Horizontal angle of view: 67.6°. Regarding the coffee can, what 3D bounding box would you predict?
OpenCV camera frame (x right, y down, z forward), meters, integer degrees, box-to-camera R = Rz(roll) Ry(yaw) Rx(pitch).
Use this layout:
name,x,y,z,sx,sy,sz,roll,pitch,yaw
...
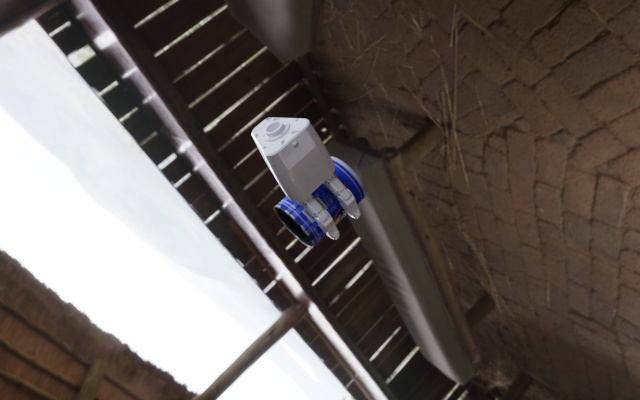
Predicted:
name,x,y,z,sx,sy,sz,roll,pitch,yaw
coffee can,0.000,0.003,0.875,0.140,0.103,0.103,-43,14,-16
